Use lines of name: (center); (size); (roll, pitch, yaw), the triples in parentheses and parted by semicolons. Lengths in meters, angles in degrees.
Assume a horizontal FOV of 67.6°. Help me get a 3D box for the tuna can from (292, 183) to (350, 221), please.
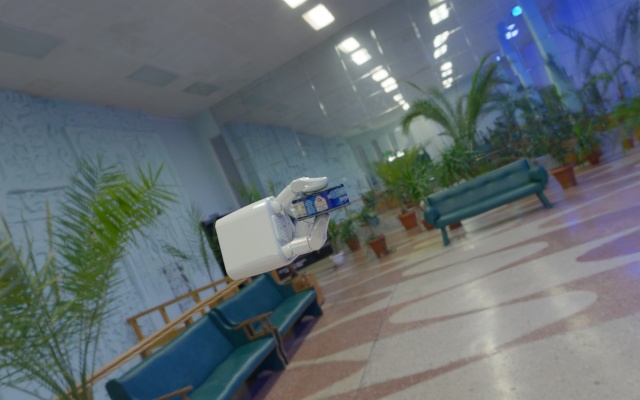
tuna can: (0.000, 0.002, 0.728); (0.086, 0.034, 0.086); (-19, 2, 1)
